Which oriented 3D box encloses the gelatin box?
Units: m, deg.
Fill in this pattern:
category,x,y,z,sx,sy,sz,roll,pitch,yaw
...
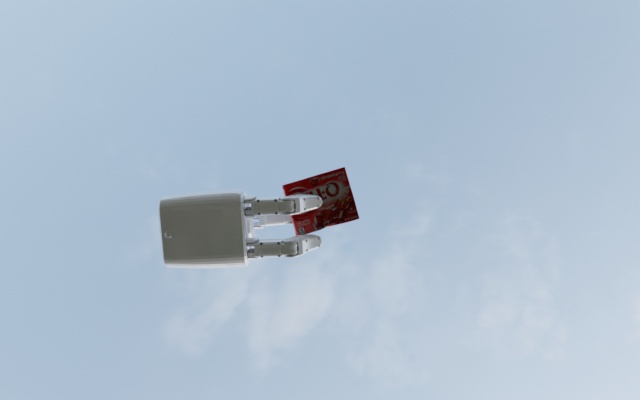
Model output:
category,x,y,z,sx,sy,sz,roll,pitch,yaw
gelatin box,0.000,0.002,0.646,0.089,0.073,0.030,-16,-1,-4
